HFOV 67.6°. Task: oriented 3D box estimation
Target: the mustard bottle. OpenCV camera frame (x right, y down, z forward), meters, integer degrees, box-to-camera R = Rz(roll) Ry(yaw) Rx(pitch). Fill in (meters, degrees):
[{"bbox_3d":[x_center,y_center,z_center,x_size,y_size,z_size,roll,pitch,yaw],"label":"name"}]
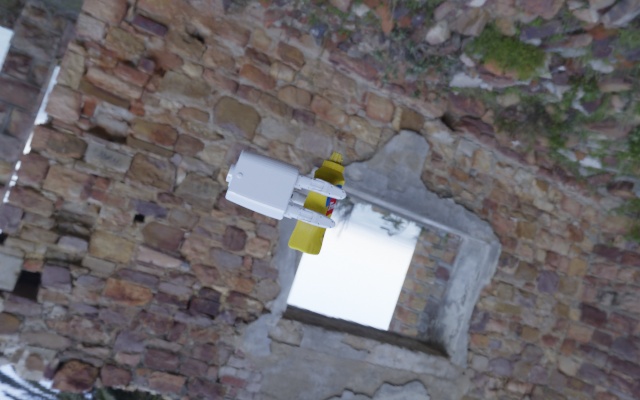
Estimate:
[{"bbox_3d":[0.000,0.003,0.878,0.058,0.191,0.096,19,-2,15],"label":"mustard bottle"}]
